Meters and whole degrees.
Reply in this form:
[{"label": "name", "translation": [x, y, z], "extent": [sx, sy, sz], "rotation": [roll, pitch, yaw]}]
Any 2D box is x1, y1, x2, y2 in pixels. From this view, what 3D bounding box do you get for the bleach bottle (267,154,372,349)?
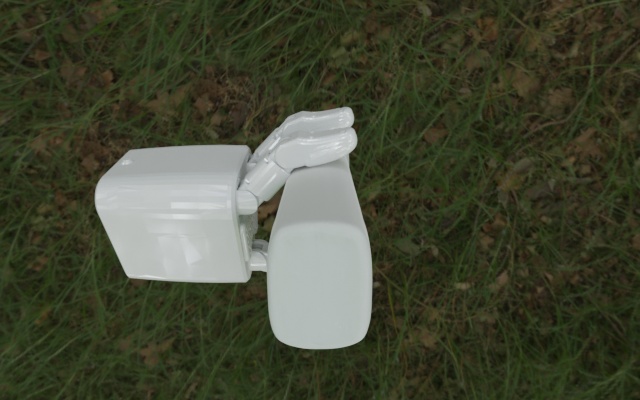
[{"label": "bleach bottle", "translation": [0.000, 0.001, 0.410], "extent": [0.068, 0.103, 0.250], "rotation": [0, 26, 0]}]
